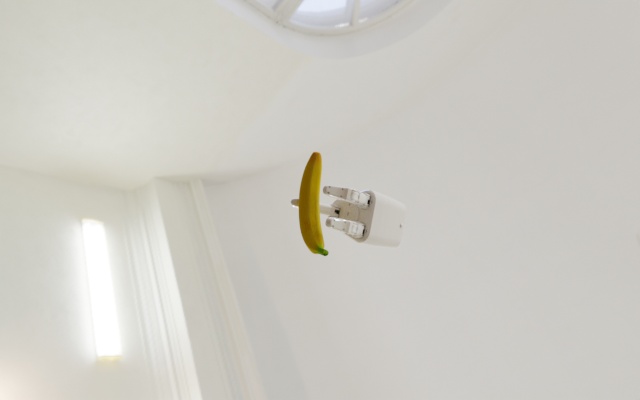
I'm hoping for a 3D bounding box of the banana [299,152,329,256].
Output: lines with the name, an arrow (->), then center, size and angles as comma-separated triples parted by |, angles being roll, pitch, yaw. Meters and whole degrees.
banana -> -0.011, 0.013, 0.838 | 0.037, 0.197, 0.070 | 14, -31, -38
